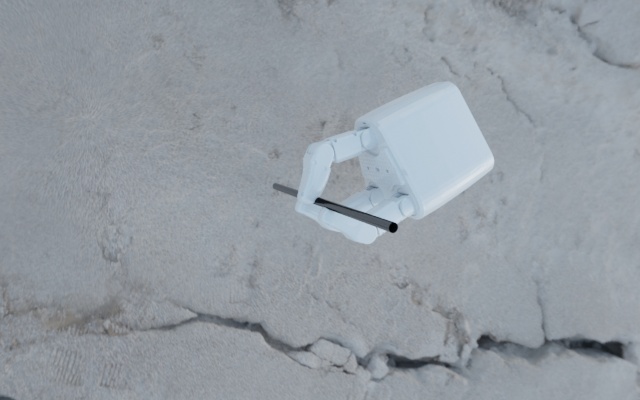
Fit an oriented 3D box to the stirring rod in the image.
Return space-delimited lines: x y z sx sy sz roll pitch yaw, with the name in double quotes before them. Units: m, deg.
"stirring rod" 0.000 0.001 0.448 0.011 0.011 0.239 0 9 -26
